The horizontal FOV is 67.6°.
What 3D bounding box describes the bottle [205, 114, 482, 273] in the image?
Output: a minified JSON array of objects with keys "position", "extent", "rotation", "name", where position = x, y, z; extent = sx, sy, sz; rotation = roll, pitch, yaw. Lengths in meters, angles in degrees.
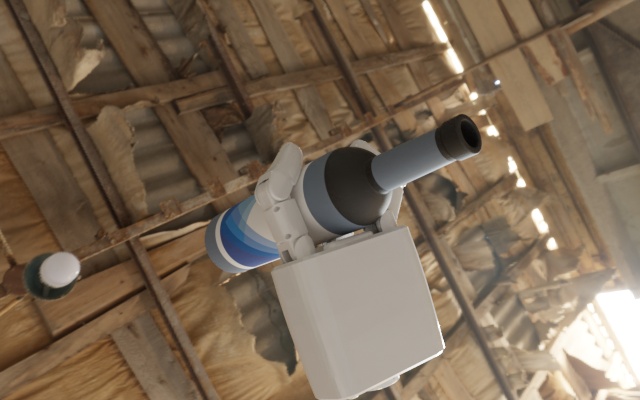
[{"position":[0.000,0.001,0.404],"extent":[0.069,0.069,0.296],"rotation":[0,-17,-42],"name":"bottle"}]
